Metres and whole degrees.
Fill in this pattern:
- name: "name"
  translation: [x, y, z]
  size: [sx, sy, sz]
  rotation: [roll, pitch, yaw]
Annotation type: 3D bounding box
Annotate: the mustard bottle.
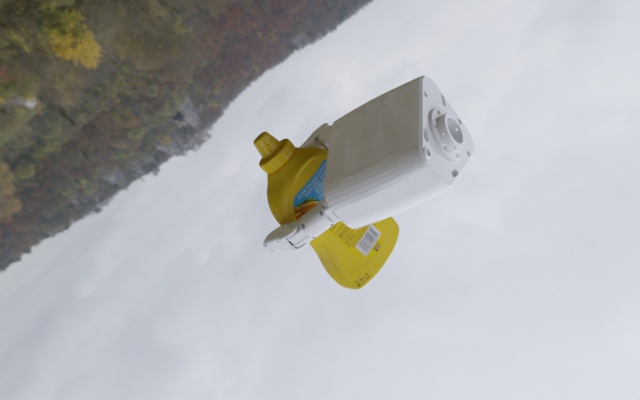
- name: "mustard bottle"
  translation: [0.000, 0.002, 0.510]
  size: [0.192, 0.096, 0.058]
  rotation: [47, -23, -22]
